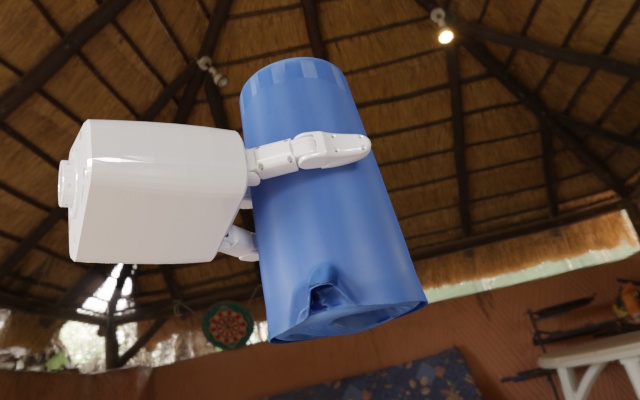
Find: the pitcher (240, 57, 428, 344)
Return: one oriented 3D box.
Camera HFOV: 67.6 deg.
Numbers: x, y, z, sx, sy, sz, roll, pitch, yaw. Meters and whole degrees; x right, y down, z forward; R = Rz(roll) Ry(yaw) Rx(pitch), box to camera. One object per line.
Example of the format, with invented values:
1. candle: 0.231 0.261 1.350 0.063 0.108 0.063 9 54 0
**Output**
1. pitcher: 0.000 0.001 0.441 0.145 0.242 0.149 1 -26 -32
